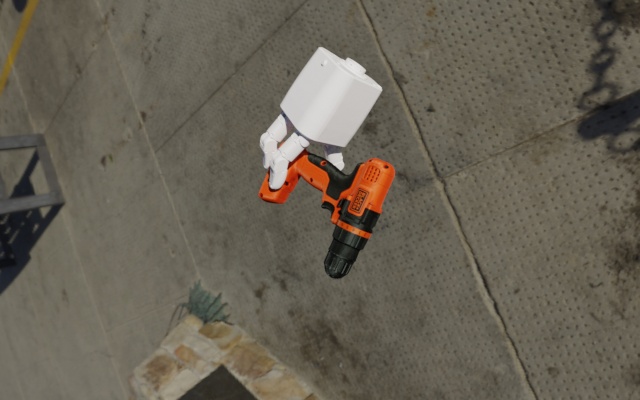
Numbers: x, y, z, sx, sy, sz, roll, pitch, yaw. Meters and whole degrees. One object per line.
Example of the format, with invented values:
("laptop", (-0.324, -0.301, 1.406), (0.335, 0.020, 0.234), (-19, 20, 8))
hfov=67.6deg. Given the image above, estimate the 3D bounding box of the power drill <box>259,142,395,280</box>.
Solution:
("power drill", (0.000, 0.002, 0.721), (0.187, 0.184, 0.057), (25, 1, 25))
